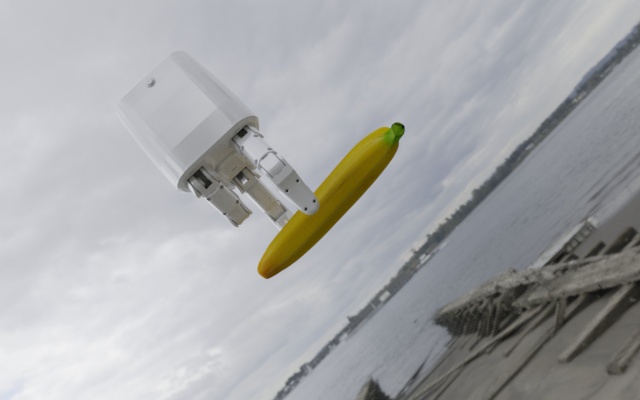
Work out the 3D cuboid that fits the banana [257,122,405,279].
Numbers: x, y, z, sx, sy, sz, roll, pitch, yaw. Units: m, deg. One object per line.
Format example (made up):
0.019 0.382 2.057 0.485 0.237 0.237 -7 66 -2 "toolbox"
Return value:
0.010 -0.003 0.451 0.037 0.198 0.069 46 22 13 "banana"
